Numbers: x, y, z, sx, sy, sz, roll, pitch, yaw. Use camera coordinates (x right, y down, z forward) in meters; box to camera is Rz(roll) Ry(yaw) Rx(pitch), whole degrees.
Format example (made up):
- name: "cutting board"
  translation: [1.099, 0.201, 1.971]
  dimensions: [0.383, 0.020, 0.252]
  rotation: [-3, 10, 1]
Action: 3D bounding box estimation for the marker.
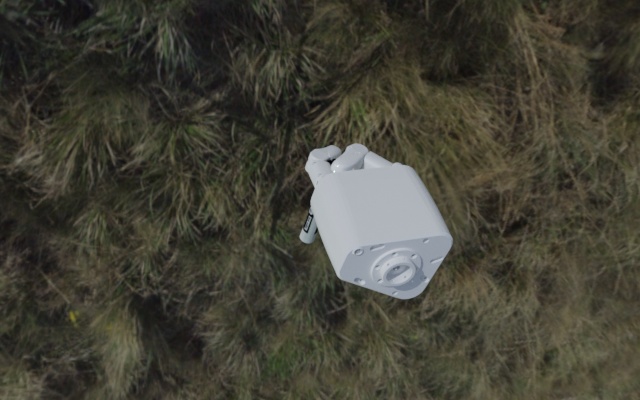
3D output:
- name: "marker"
  translation: [0.000, 0.002, 0.573]
  dimensions: [0.020, 0.121, 0.020]
  rotation: [14, 35, -10]
